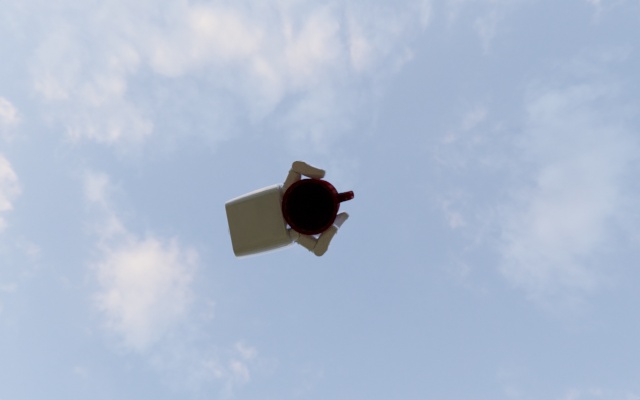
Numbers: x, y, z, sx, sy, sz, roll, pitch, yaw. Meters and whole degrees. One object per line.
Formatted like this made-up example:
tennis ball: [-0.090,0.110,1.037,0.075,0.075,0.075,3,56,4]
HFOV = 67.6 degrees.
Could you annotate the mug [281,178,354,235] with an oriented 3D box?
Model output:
mug: [0.001,0.002,0.804,0.117,0.093,0.081,-17,3,12]
